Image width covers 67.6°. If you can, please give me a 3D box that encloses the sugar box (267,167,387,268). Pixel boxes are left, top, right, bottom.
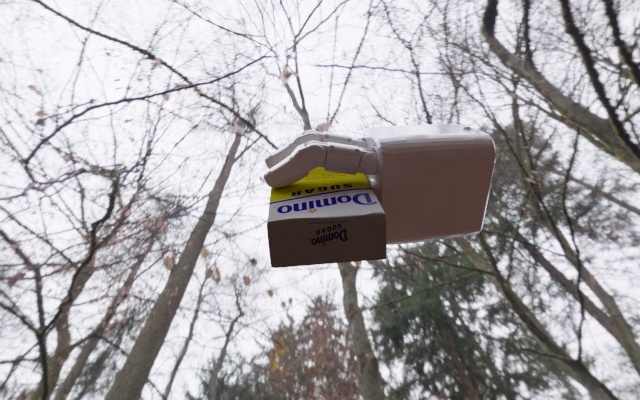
[{"bbox_3d":[0.000,0.001,0.443,0.093,0.048,0.176,-4,18,-3],"label":"sugar box"}]
